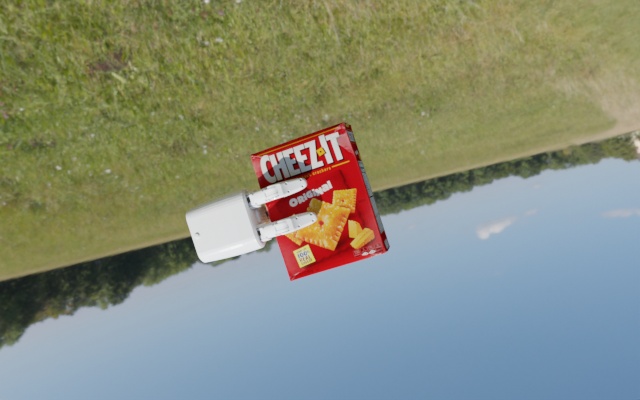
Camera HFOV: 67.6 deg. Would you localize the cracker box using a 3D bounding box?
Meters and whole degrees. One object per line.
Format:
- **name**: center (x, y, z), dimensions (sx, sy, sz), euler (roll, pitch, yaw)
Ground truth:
- **cracker box**: center (0.000, 0.003, 0.766), dimensions (0.164, 0.213, 0.072), euler (-18, 0, 12)
